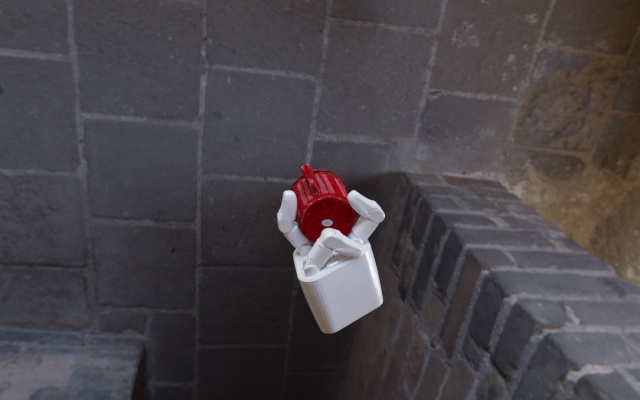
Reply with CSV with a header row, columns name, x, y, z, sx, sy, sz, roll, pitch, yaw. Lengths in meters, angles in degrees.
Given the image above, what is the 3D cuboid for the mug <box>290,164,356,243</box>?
name,x,y,z,sx,sy,sz,roll,pitch,yaw
mug,0.000,0.001,0.690,0.093,0.117,0.081,-20,27,-2
